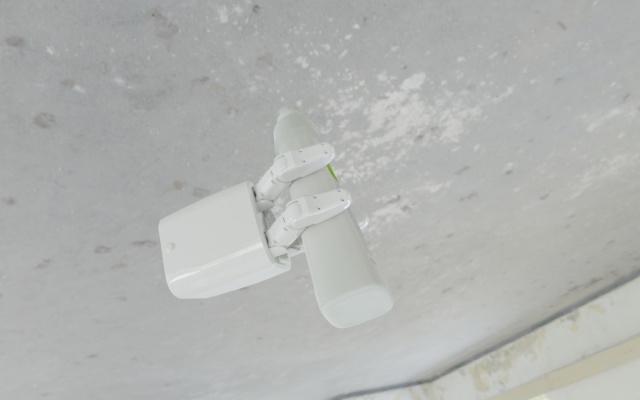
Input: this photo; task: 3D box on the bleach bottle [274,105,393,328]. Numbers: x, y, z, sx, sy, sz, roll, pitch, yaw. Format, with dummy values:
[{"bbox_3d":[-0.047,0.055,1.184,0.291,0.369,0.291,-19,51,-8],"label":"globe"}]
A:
[{"bbox_3d":[0.000,0.002,0.514,0.068,0.250,0.103,-22,-30,4],"label":"bleach bottle"}]
